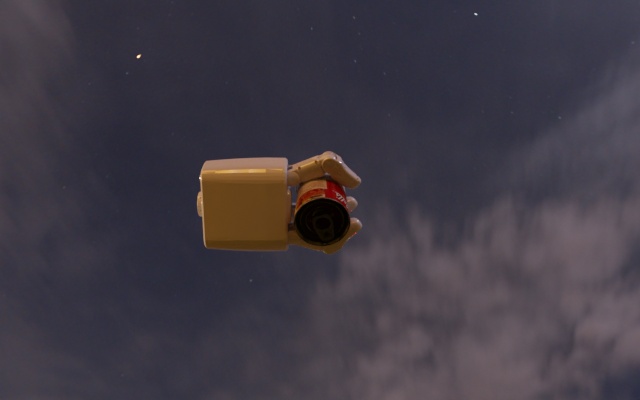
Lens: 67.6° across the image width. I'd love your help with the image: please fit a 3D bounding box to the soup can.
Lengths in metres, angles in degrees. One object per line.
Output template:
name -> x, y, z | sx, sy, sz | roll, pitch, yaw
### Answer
soup can -> 0.001, 0.002, 0.610 | 0.068, 0.068, 0.102 | 0, 30, -2
